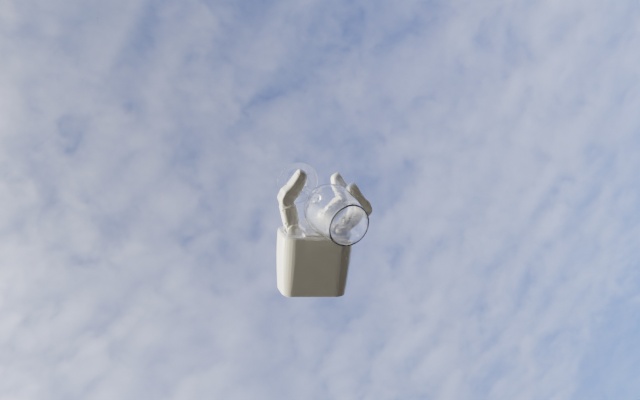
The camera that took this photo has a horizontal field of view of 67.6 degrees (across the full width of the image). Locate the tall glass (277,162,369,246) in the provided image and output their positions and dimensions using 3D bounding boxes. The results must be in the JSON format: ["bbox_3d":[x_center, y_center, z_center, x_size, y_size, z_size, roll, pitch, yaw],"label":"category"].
[{"bbox_3d":[0.000,0.002,0.737,0.079,0.079,0.201,0,19,-25],"label":"tall glass"}]
